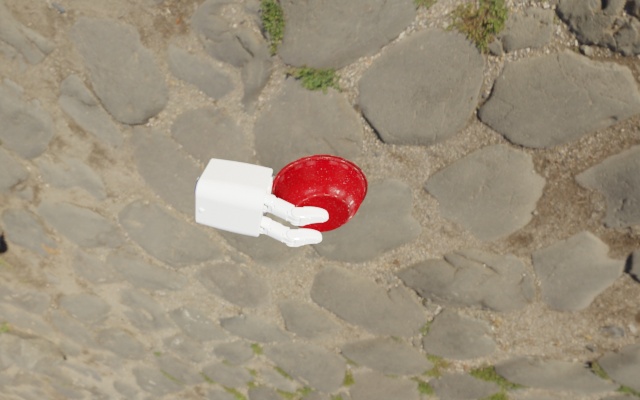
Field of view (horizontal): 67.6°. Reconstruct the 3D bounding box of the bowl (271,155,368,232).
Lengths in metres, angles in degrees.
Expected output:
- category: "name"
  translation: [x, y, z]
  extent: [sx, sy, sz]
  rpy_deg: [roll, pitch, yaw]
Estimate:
- category: "bowl"
  translation: [0.001, 0.003, 0.779]
  extent: [0.162, 0.055, 0.162]
  rpy_deg: [-3, -43, -3]
